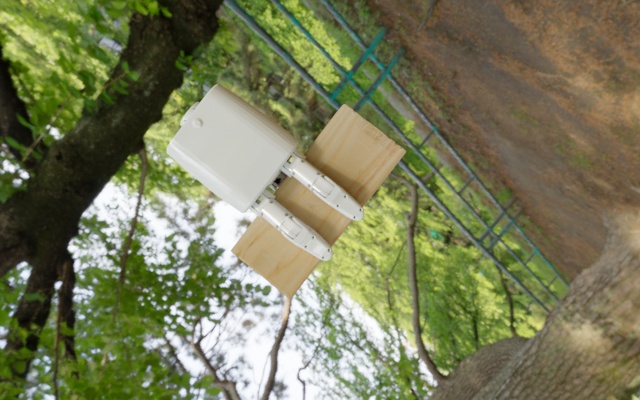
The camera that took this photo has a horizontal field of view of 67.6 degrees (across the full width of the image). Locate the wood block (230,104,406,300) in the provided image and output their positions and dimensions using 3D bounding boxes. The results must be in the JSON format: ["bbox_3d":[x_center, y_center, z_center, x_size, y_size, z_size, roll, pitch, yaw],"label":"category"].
[{"bbox_3d":[0.000,0.002,0.565,0.090,0.206,0.091,38,2,4],"label":"wood block"}]
